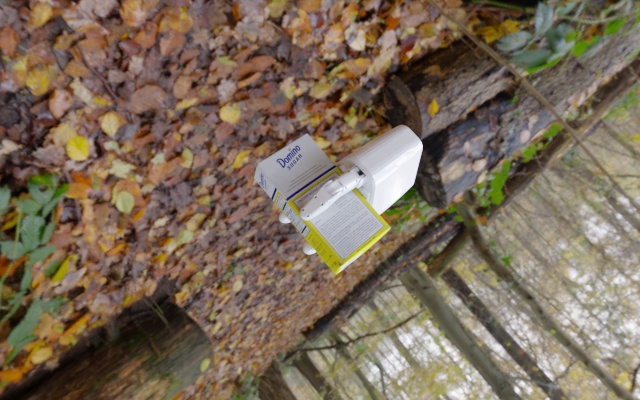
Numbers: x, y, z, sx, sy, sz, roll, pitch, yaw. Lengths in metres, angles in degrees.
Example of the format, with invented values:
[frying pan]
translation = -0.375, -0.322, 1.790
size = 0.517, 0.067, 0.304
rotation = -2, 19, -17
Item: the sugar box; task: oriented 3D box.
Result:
[sugar box]
translation = 0.000, 0.002, 0.645
size = 0.093, 0.176, 0.048
rotation = -35, -14, -27
